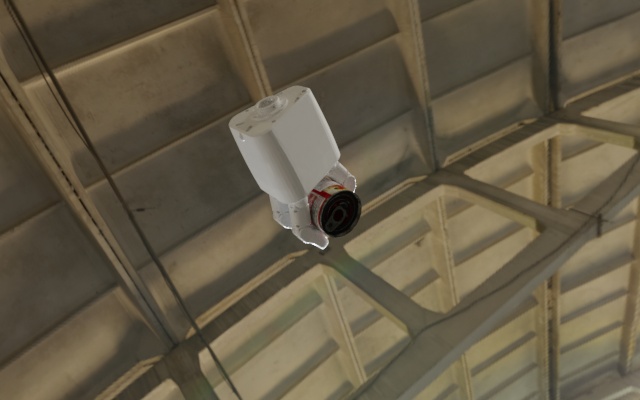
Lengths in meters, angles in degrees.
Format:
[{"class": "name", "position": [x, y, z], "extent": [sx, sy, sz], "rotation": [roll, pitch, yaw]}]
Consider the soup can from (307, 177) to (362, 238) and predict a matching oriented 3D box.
[{"class": "soup can", "position": [0.000, 0.002, 0.674], "extent": [0.068, 0.068, 0.102], "rotation": [0, 19, -36]}]
